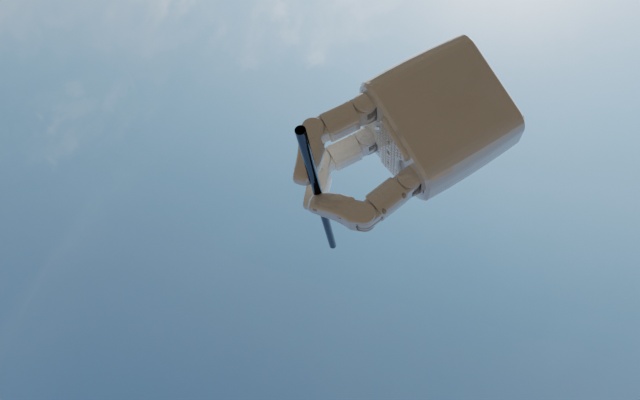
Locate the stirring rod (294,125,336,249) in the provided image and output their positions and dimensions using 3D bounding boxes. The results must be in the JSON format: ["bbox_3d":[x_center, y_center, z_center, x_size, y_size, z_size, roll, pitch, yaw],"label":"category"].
[{"bbox_3d":[0.000,0.001,0.434,0.011,0.011,0.240,0,-24,7],"label":"stirring rod"}]
